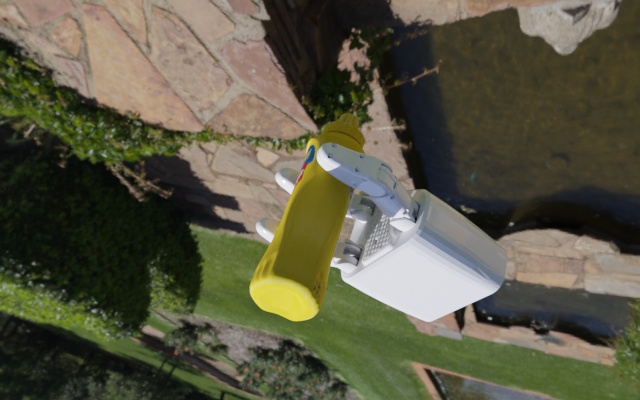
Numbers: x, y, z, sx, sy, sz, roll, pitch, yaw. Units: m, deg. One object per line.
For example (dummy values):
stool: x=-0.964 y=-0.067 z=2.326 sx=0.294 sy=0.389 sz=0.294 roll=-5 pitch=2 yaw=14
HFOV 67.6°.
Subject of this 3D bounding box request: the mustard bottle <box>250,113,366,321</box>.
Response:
mustard bottle: x=0.000 y=0.001 z=0.413 sx=0.058 sy=0.191 sz=0.096 roll=20 pitch=-28 yaw=1
